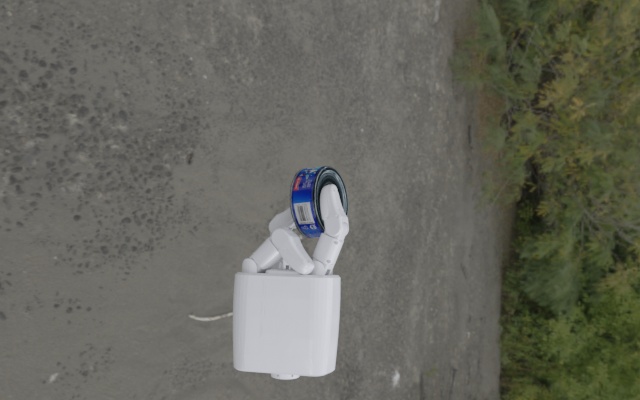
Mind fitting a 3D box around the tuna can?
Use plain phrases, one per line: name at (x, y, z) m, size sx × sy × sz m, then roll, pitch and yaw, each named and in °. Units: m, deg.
tuna can at (0.001, 0.002, 0.572) m, size 0.034 × 0.086 × 0.086 m, roll -6°, pitch -3°, yaw 30°
